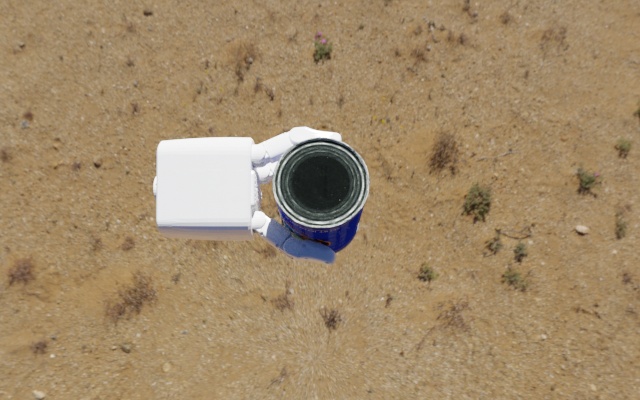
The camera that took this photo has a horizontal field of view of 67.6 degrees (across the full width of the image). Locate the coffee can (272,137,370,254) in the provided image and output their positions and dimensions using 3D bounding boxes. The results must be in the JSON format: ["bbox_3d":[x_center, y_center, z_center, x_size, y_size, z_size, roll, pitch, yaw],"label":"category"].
[{"bbox_3d":[0.000,0.002,0.563,0.103,0.102,0.140,0,-18,0],"label":"coffee can"}]
